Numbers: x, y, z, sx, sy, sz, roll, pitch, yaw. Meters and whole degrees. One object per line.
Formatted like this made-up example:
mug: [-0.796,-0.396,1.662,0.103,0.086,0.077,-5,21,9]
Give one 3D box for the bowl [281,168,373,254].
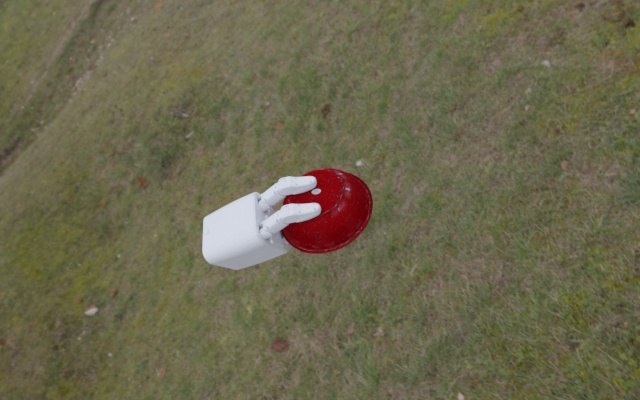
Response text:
bowl: [0.001,0.002,0.767,0.162,0.162,0.055,0,-34,22]
